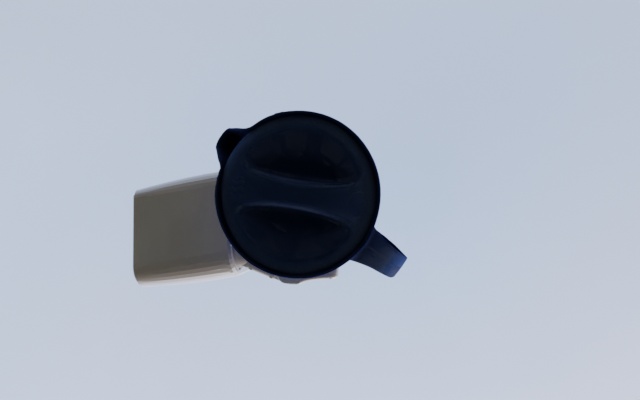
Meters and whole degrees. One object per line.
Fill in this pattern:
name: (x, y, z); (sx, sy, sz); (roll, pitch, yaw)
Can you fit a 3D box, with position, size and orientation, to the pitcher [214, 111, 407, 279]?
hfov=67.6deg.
pitcher: (0.000, 0.002, 0.489); (0.145, 0.149, 0.243); (-10, -1, 6)
